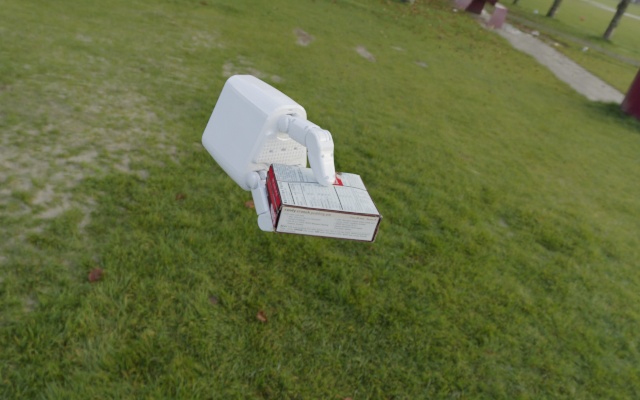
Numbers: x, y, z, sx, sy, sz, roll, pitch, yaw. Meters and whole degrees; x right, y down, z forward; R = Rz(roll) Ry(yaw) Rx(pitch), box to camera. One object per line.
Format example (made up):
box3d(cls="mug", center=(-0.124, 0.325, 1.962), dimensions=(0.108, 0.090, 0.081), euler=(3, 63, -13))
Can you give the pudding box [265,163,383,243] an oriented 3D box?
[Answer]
box3d(cls="pudding box", center=(0.000, 0.002, 0.520), dimensions=(0.113, 0.039, 0.090), euler=(6, 32, -17))
